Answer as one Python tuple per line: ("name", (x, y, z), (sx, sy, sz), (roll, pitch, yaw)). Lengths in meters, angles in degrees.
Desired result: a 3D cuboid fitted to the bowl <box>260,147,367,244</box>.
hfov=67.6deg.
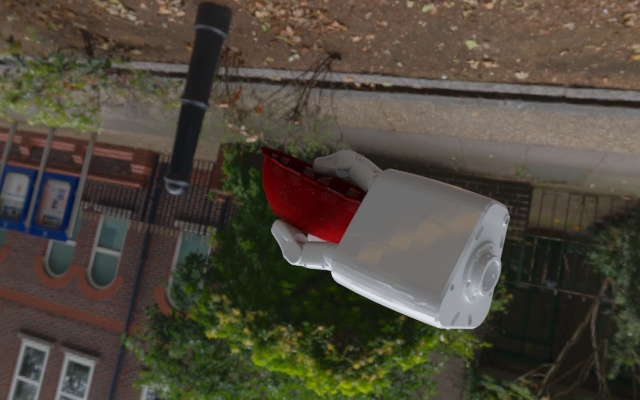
("bowl", (-0.001, 0.002, 0.506), (0.162, 0.055, 0.162), (25, 8, -4))
